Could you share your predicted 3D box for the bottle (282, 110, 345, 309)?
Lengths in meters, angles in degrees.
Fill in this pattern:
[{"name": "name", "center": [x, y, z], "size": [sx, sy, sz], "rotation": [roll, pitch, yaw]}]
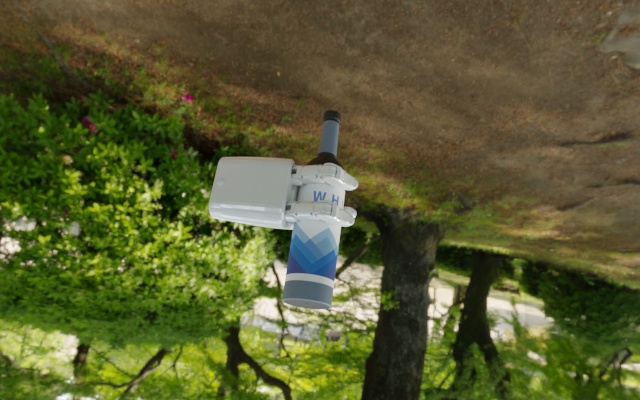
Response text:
[{"name": "bottle", "center": [0.000, 0.002, 0.686], "size": [0.069, 0.295, 0.069], "rotation": [7, -22, 3]}]
